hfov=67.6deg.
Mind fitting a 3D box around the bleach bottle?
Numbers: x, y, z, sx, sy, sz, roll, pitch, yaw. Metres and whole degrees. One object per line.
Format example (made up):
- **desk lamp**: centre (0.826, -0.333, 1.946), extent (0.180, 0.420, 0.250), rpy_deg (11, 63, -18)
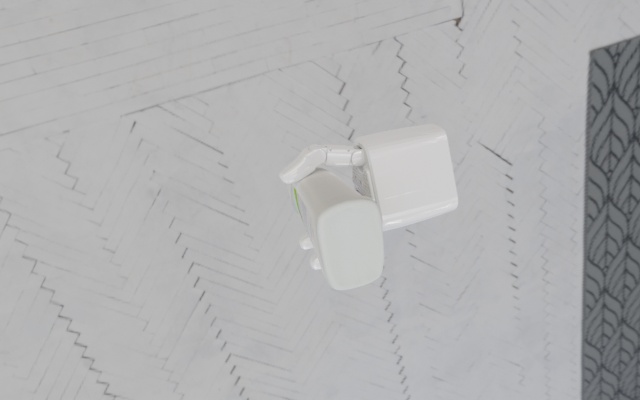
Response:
- **bleach bottle**: centre (0.000, 0.002, 0.579), extent (0.068, 0.103, 0.250), rpy_deg (-14, 25, -10)
